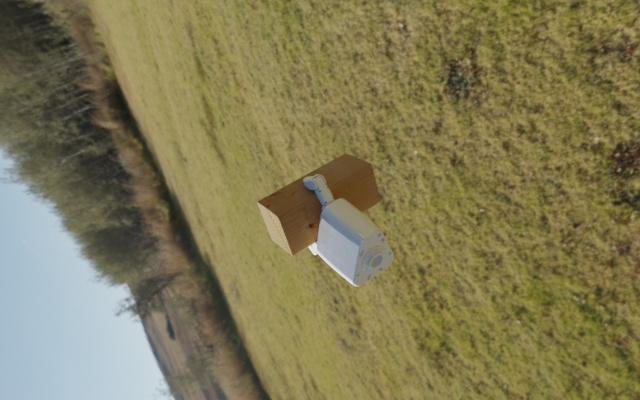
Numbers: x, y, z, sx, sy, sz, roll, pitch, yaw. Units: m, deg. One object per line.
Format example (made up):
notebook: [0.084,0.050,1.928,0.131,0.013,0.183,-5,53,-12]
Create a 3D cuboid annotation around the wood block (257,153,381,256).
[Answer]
wood block: [0.000,0.003,0.899,0.206,0.091,0.090,-30,32,-21]
